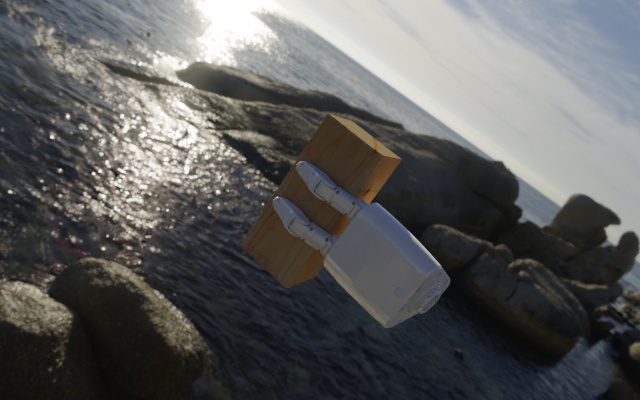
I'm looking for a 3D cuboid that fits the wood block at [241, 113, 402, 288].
[{"bbox_3d":[0.001,0.002,0.622,0.090,0.206,0.091,41,17,18],"label":"wood block"}]
